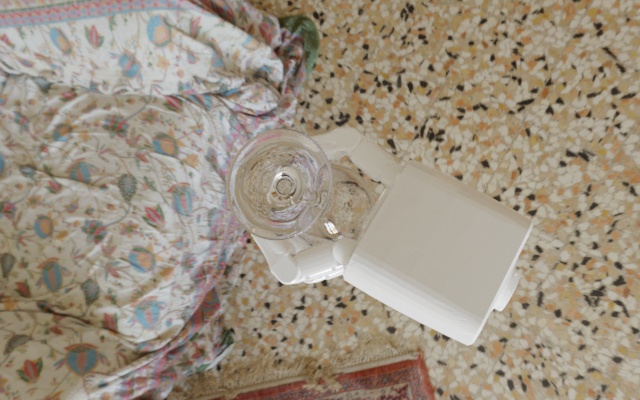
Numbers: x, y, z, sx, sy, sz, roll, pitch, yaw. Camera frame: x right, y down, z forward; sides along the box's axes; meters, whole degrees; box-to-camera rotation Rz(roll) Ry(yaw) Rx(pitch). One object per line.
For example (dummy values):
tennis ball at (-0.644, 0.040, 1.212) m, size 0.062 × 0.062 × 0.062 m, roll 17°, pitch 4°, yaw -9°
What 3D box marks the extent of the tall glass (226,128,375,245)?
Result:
tall glass at (0.000, 0.001, 0.405) m, size 0.079 × 0.079 × 0.201 m, roll 0°, pitch -7°, yaw 16°
